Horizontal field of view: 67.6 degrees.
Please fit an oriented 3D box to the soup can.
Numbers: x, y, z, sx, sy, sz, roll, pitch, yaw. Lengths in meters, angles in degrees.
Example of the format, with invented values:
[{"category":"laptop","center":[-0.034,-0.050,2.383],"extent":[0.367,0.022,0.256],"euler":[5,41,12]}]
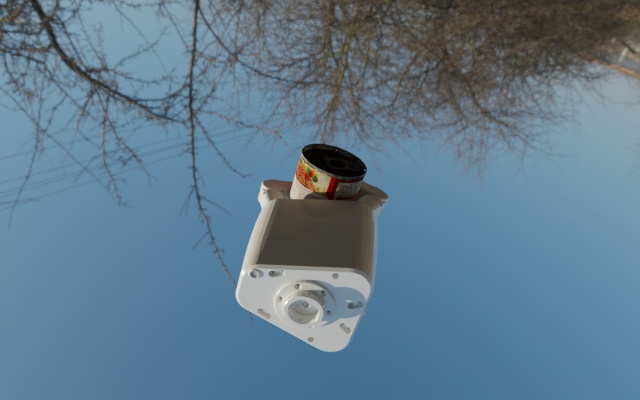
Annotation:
[{"category":"soup can","center":[0.000,0.002,0.497],"extent":[0.068,0.102,0.068],"euler":[14,29,-8]}]
